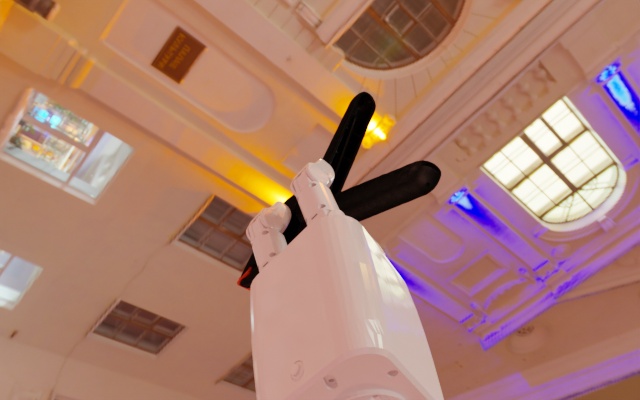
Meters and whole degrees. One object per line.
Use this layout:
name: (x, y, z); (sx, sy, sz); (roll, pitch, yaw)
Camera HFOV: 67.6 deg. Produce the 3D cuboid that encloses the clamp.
clamp: (0.000, 0.002, 0.424); (0.036, 0.210, 0.164); (34, 25, -28)
